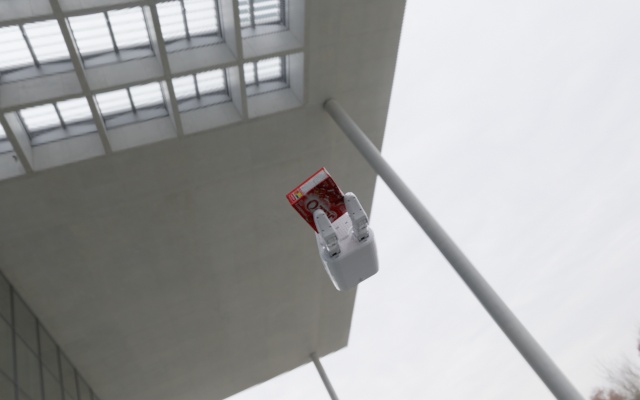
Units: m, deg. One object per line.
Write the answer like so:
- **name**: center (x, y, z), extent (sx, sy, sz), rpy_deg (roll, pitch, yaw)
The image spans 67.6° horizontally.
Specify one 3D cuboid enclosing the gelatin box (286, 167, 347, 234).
- **gelatin box**: center (0.000, 0.002, 0.741), extent (0.089, 0.073, 0.030), rpy_deg (51, 3, -44)
